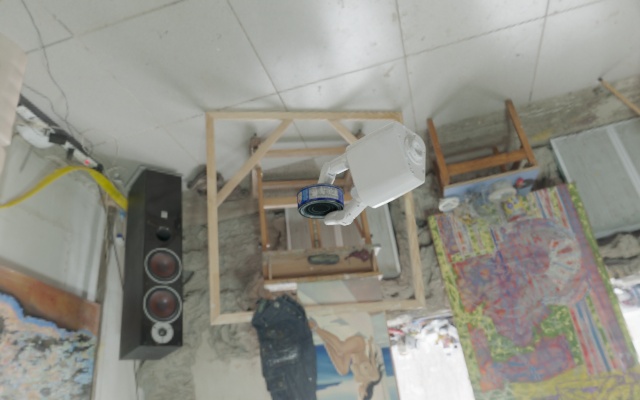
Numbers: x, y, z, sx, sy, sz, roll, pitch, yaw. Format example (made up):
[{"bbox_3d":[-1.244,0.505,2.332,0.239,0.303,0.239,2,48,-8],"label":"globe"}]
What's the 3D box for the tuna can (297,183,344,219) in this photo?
[{"bbox_3d":[0.000,0.003,0.866,0.086,0.033,0.086,-3,-25,-1],"label":"tuna can"}]
